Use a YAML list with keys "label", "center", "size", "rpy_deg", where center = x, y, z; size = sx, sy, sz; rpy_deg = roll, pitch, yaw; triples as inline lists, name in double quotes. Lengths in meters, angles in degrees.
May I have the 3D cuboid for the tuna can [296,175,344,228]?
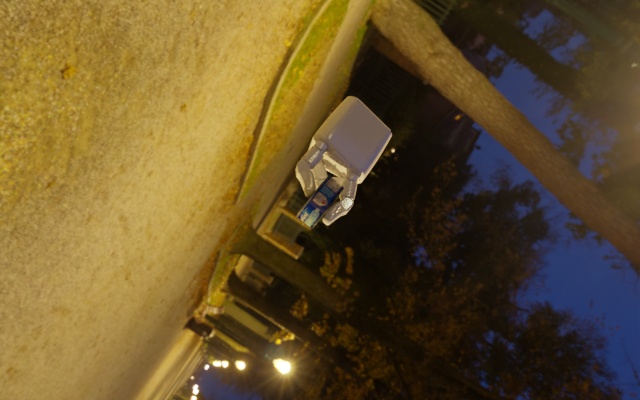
- label: "tuna can"
  center: [0.001, 0.003, 0.763]
  size: [0.034, 0.086, 0.086]
  rpy_deg: [39, 1, 1]
